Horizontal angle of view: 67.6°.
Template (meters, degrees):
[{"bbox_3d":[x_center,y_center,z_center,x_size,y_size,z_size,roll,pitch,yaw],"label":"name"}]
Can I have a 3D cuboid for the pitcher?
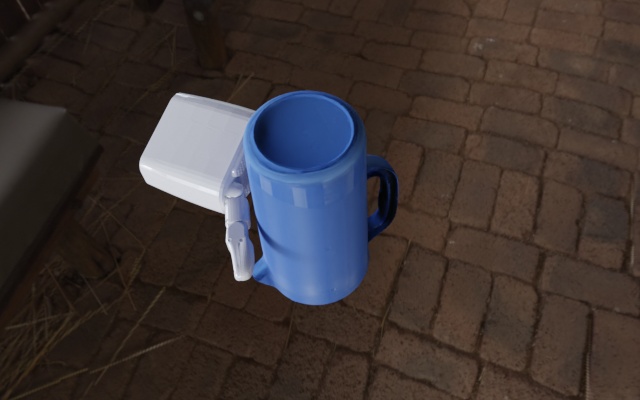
[{"bbox_3d":[0.000,0.002,0.509,0.145,0.149,0.243,18,-31,13],"label":"pitcher"}]
